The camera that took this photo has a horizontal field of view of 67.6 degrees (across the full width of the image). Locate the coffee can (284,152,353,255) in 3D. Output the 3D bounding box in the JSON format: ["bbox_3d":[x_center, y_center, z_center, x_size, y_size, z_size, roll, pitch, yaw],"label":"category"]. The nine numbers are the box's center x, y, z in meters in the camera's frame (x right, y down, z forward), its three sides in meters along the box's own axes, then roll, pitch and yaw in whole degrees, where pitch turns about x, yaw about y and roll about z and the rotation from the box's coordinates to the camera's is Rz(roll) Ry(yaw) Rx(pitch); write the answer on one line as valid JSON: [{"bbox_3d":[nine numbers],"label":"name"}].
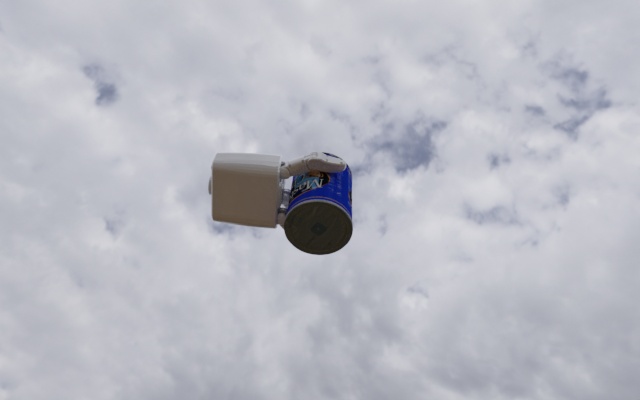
[{"bbox_3d":[0.000,0.003,0.760,0.103,0.103,0.140,0,36,4],"label":"coffee can"}]
